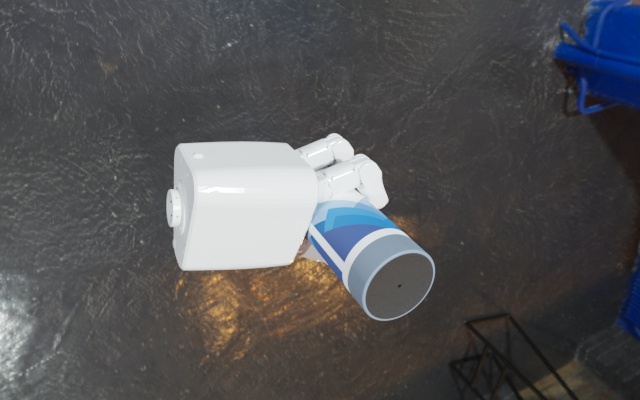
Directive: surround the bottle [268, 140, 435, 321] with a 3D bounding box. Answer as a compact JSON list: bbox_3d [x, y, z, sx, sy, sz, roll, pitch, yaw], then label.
[{"bbox_3d":[0.000,0.002,0.485,0.069,0.069,0.295,0,26,-28],"label":"bottle"}]
